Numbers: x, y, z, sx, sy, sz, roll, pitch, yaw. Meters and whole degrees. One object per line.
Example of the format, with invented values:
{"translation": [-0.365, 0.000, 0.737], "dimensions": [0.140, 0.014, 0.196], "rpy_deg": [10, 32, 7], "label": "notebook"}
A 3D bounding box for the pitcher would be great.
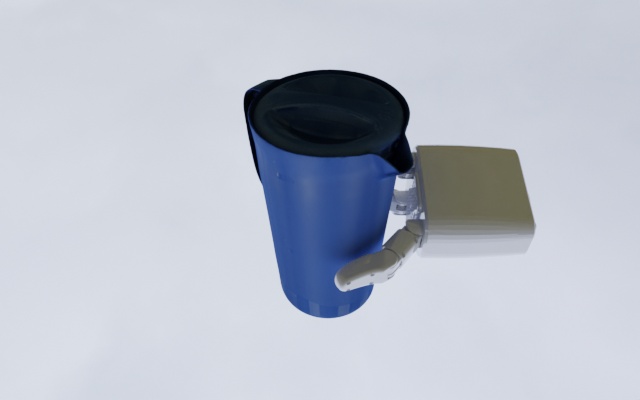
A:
{"translation": [0.000, 0.002, 0.476], "dimensions": [0.145, 0.243, 0.149], "rpy_deg": [-2, 43, -2], "label": "pitcher"}
